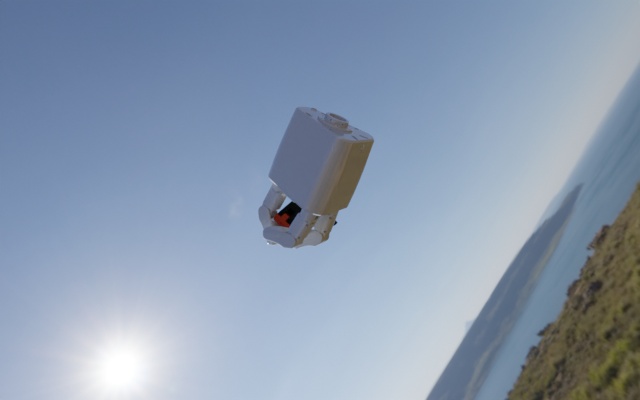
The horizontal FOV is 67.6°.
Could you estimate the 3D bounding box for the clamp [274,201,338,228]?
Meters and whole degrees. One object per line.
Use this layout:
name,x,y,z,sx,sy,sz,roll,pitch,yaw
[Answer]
clamp,0.000,0.002,0.723,0.039,0.120,0.171,33,23,22
